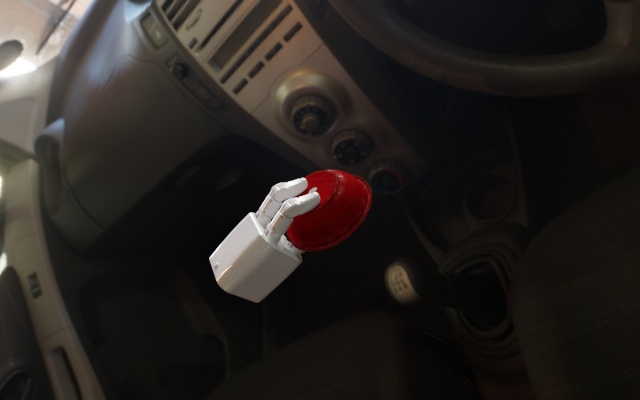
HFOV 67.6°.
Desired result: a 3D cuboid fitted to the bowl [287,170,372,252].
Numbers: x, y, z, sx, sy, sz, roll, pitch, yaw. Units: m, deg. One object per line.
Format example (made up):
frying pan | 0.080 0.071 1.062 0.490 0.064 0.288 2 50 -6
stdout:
bowl | 0.001 0.001 0.780 0.162 0.162 0.055 0 -40 40
